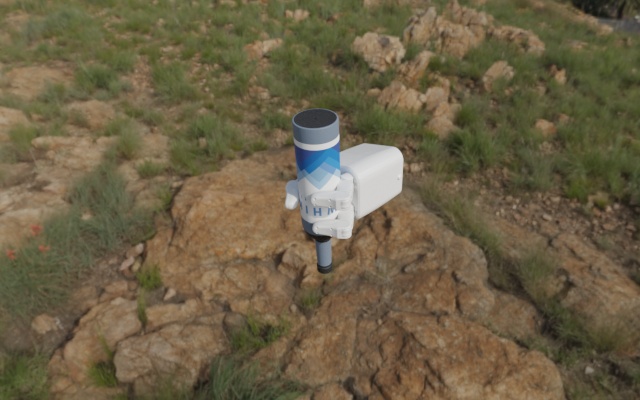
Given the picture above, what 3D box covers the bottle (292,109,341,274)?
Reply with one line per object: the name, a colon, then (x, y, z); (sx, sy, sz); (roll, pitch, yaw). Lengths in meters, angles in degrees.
bottle: (0.000, 0.002, 0.764); (0.069, 0.296, 0.069); (-2, 36, 2)
